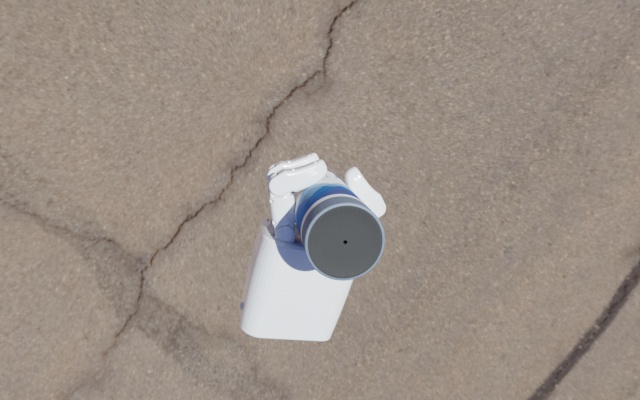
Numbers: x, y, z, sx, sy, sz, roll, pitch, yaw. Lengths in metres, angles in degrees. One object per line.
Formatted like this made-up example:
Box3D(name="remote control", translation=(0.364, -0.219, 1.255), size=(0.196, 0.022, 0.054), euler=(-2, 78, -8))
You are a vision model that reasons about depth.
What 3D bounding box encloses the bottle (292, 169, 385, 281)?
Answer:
Box3D(name="bottle", translation=(0.000, 0.002, 0.527), size=(0.069, 0.069, 0.295), euler=(0, 13, -8))
